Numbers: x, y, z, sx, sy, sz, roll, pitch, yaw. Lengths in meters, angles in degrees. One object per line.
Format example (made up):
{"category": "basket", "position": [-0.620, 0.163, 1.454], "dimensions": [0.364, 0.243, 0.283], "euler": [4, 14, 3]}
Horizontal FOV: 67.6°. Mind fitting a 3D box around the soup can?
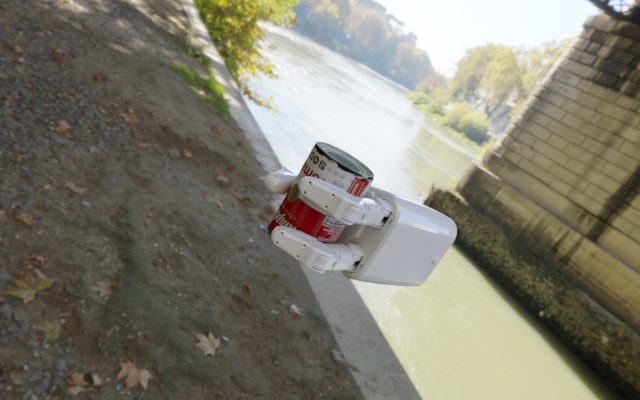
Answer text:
{"category": "soup can", "position": [0.000, 0.001, 0.474], "dimensions": [0.068, 0.102, 0.068], "euler": [28, 17, -9]}
